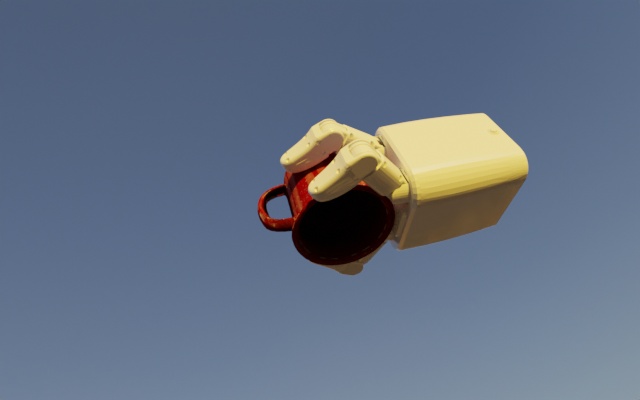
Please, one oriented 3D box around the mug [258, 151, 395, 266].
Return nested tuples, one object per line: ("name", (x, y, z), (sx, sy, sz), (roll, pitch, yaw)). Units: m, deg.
("mug", (-0.001, 0.002, 0.442), (0.117, 0.093, 0.081), (-11, 41, -9))
